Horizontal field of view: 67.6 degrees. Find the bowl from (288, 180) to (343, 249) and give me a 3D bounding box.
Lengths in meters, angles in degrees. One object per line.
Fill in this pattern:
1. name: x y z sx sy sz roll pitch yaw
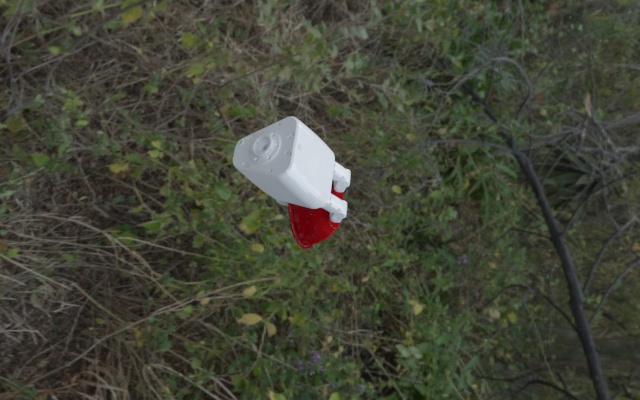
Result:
1. bowl: 0.001 0.003 0.816 0.055 0.162 0.162 0 0 19
